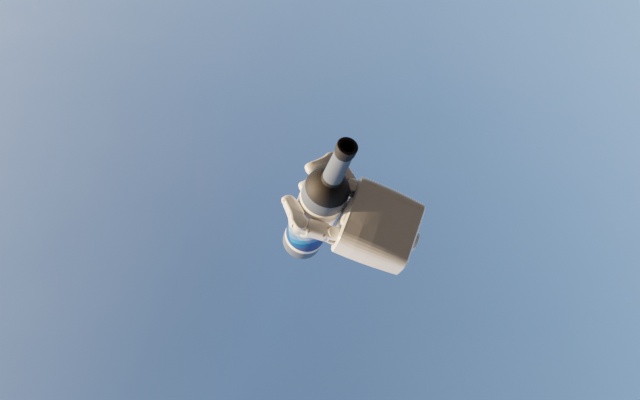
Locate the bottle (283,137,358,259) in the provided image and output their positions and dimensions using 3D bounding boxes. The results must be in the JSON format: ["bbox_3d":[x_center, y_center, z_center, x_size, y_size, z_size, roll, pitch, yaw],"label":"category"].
[{"bbox_3d":[0.000,0.002,0.707,0.069,0.069,0.296,0,-28,-15],"label":"bottle"}]
